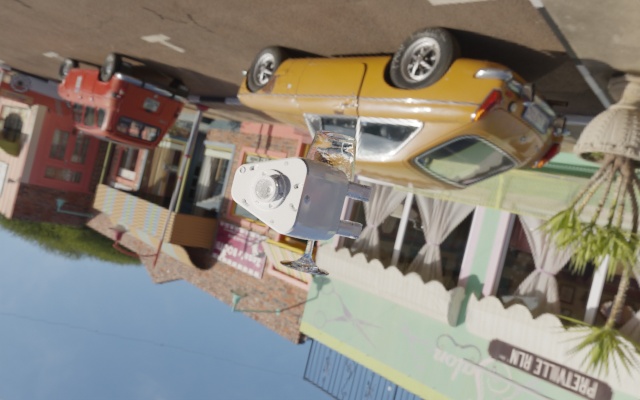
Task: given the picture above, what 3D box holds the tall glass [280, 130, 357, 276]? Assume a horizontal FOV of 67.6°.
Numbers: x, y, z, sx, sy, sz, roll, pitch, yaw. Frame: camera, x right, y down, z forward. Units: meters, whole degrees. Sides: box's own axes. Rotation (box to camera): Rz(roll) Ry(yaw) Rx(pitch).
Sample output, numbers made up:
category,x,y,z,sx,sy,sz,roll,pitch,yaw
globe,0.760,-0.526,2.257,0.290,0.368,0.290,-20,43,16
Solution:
category,x,y,z,sx,sy,sz,roll,pitch,yaw
tall glass,0.000,0.003,0.695,0.079,0.201,0.079,14,0,0
